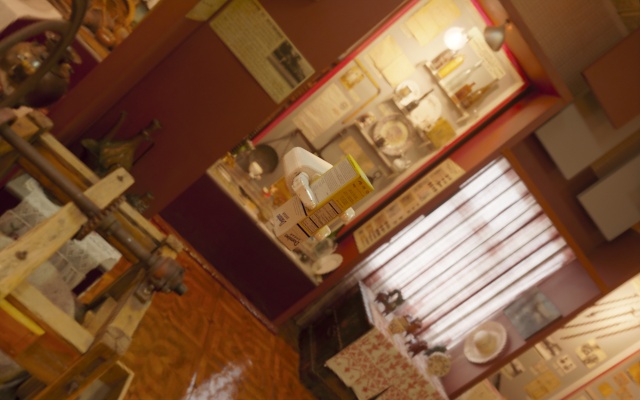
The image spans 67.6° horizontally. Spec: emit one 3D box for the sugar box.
[{"bbox_3d":[0.001,0.003,0.820,0.176,0.048,0.093,-39,27,10],"label":"sugar box"}]
